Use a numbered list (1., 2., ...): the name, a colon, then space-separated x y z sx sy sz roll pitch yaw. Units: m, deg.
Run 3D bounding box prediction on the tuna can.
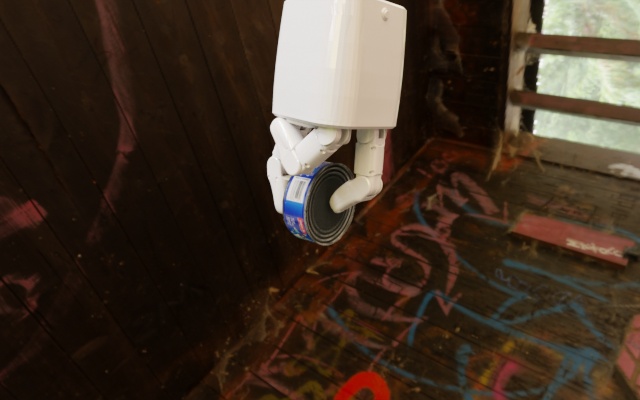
1. tuna can: 0.000 0.002 0.497 0.033 0.086 0.086 13 8 37
